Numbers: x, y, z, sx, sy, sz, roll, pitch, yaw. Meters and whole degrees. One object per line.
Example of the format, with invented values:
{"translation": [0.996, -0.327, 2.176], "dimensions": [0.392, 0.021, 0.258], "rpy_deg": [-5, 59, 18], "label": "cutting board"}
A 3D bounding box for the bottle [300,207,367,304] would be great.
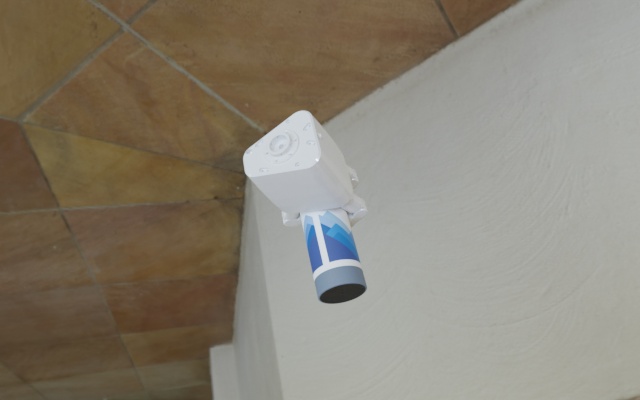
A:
{"translation": [0.000, 0.003, 0.706], "dimensions": [0.069, 0.295, 0.069], "rpy_deg": [-10, -33, -6], "label": "bottle"}
